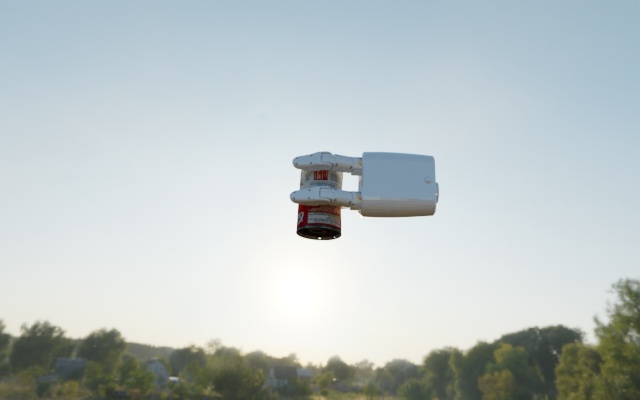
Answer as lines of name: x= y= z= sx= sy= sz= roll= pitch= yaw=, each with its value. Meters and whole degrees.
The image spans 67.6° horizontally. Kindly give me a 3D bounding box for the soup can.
soup can: x=0.000 y=0.002 z=0.720 sx=0.068 sy=0.102 sz=0.068 roll=3 pitch=-20 yaw=1
